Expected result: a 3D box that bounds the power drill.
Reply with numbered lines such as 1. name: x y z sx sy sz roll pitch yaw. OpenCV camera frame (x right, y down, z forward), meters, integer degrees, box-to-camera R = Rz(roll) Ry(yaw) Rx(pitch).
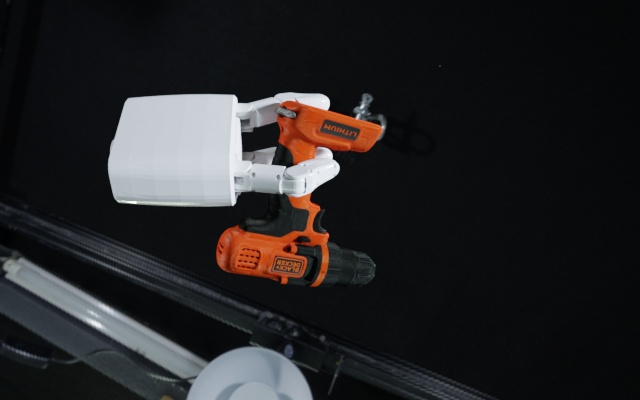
1. power drill: 0.000 0.001 0.501 0.184 0.188 0.057 12 9 -29
